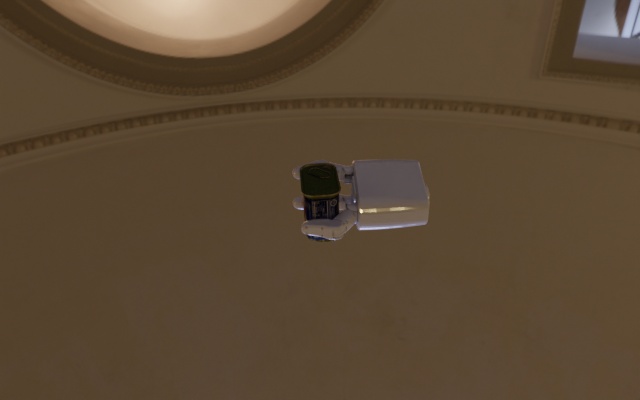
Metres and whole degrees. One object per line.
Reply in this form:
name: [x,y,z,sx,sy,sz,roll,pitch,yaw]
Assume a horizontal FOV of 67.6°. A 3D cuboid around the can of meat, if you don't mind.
can of meat: [0.000,0.003,0.731,0.057,0.084,0.102,-4,31,-3]
